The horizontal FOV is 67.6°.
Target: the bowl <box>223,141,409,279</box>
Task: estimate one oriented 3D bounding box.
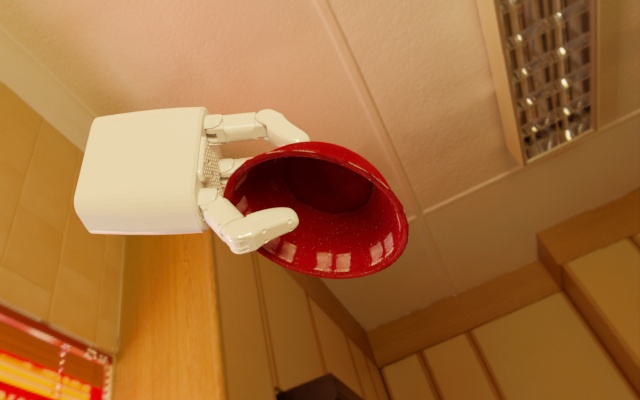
[{"bbox_3d":[0.001,0.001,0.424,0.162,0.055,0.162,10,-42,9],"label":"bowl"}]
